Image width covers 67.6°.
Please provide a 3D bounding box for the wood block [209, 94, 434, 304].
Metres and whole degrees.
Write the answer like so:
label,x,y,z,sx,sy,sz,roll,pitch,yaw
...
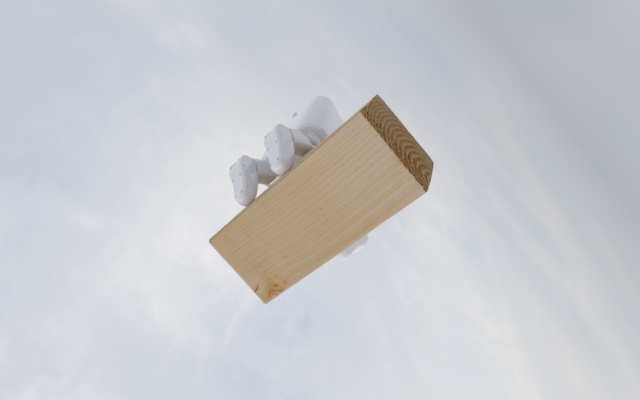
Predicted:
label,x,y,z,sx,sy,sz,roll,pitch,yaw
wood block,0.000,0.002,0.475,0.206,0.091,0.090,-38,7,27
